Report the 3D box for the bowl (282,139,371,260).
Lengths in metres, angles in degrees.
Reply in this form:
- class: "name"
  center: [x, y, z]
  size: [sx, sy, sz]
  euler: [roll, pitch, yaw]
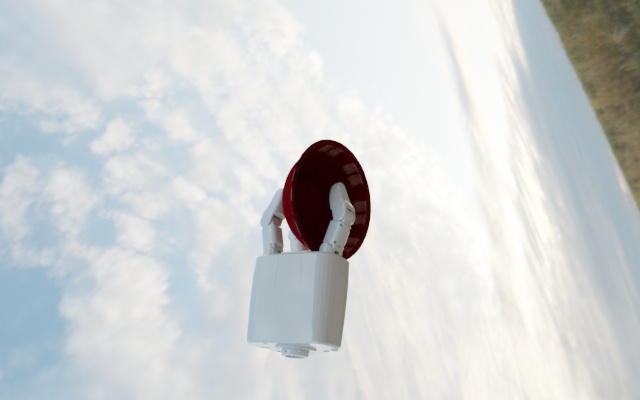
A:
- class: "bowl"
  center: [0.000, 0.001, 0.639]
  size: [0.055, 0.162, 0.162]
  euler: [-6, -4, 41]
